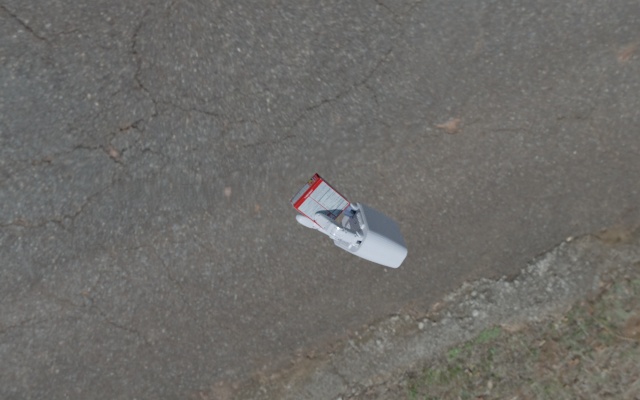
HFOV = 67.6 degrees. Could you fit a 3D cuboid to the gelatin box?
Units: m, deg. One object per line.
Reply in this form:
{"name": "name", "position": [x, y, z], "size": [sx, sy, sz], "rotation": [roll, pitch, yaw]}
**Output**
{"name": "gelatin box", "position": [0.000, 0.003, 0.892], "size": [0.089, 0.073, 0.030], "rotation": [38, 9, -33]}
